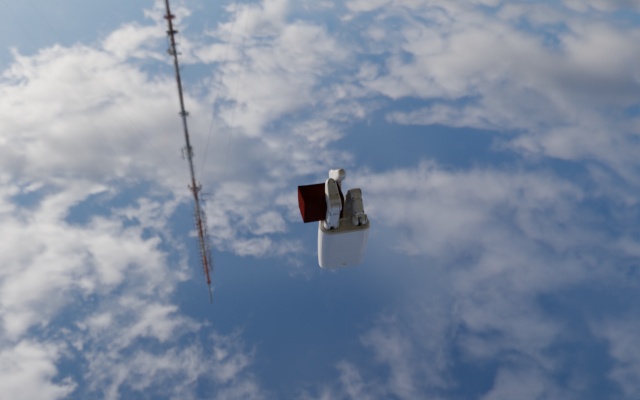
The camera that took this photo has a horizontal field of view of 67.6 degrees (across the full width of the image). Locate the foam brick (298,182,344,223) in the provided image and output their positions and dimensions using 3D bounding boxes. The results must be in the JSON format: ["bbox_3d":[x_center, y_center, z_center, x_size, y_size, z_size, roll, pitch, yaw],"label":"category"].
[{"bbox_3d":[0.000,0.003,0.889,0.078,0.051,0.053,-7,42,-13],"label":"foam brick"}]
